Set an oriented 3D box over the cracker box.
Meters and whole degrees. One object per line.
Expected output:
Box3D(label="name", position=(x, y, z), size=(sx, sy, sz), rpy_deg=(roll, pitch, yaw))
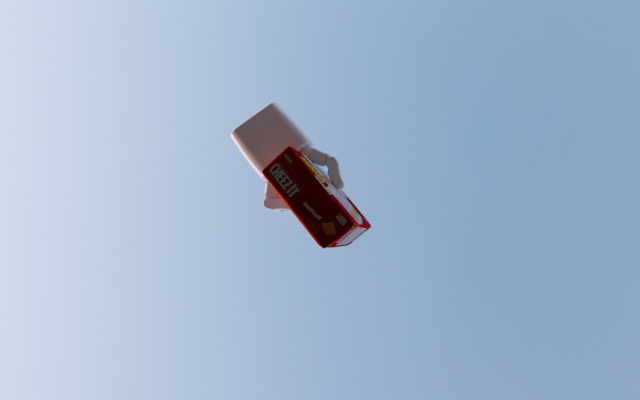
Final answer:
Box3D(label="cracker box", position=(0.000, 0.003, 0.836), size=(0.072, 0.164, 0.214), rpy_deg=(-41, -12, 7))
